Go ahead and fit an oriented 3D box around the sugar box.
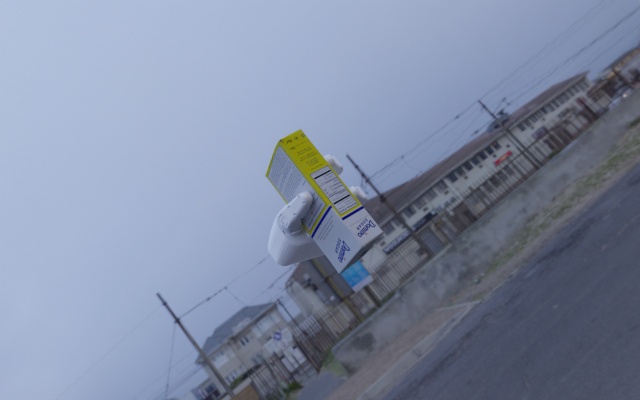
[{"bbox_3d":[0.000,0.002,0.629,0.048,0.176,0.093,-32,-14,-30],"label":"sugar box"}]
